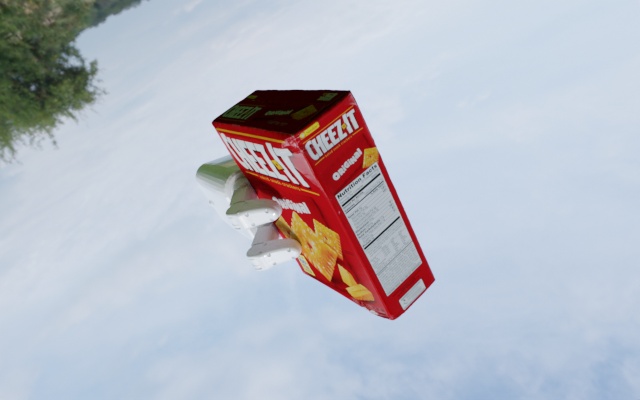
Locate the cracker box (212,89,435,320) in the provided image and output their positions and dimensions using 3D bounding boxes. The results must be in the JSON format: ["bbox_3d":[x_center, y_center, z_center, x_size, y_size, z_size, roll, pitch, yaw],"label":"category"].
[{"bbox_3d":[0.000,0.002,0.468,0.072,0.214,0.164,-41,31,-21],"label":"cracker box"}]
